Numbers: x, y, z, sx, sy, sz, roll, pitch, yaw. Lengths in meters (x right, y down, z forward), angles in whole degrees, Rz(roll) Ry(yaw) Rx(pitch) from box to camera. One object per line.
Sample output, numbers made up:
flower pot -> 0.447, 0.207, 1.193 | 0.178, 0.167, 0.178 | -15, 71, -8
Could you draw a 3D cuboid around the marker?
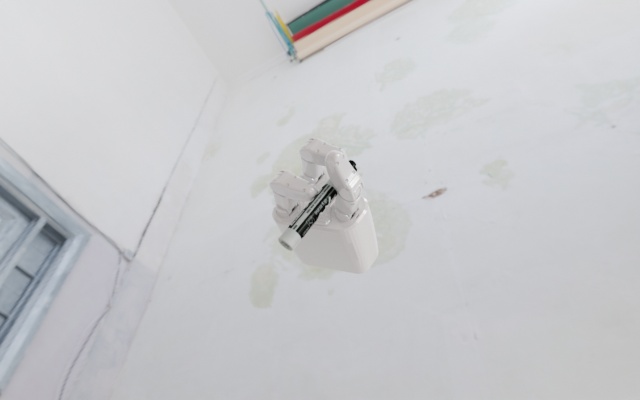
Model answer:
marker -> 0.000, 0.002, 0.498 | 0.020, 0.121, 0.020 | 32, -24, 16
